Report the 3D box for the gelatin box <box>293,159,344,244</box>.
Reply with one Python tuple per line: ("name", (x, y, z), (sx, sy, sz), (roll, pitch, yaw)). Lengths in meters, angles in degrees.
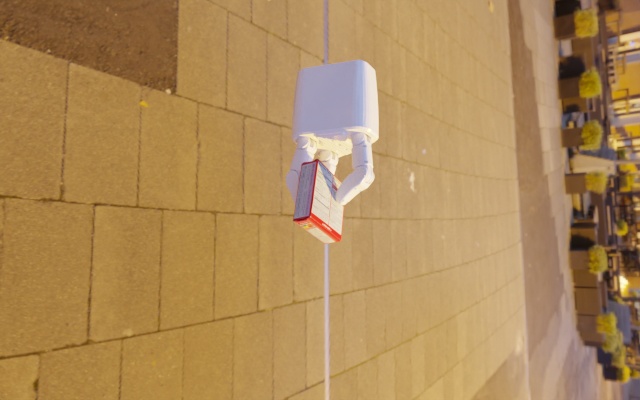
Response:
("gelatin box", (0.000, 0.002, 0.625), (0.030, 0.089, 0.073), (-14, -35, 31))
